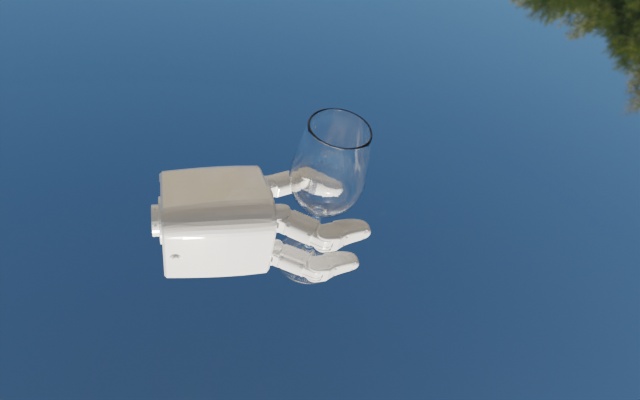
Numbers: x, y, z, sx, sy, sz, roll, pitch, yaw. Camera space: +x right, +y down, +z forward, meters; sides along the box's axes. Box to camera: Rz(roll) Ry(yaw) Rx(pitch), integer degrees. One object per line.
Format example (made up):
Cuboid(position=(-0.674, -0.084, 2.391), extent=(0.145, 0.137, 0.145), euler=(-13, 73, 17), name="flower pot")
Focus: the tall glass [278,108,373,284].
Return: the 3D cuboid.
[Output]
Cuboid(position=(0.000, 0.002, 0.510), extent=(0.079, 0.079, 0.201), euler=(0, -44, -15), name="tall glass")
